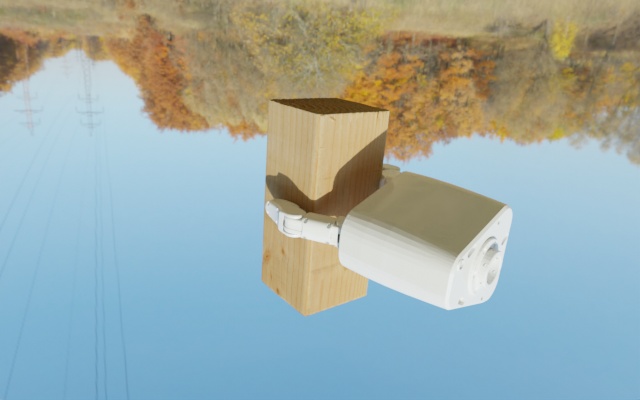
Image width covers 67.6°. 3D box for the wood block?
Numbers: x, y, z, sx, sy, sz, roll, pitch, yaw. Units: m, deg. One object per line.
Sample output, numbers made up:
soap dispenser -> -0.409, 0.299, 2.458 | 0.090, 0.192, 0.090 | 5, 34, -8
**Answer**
wood block -> 0.000, 0.002, 0.505 | 0.091, 0.206, 0.090 | -10, 24, -36
